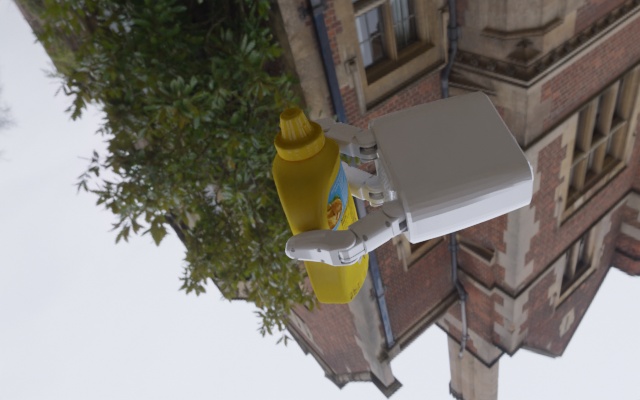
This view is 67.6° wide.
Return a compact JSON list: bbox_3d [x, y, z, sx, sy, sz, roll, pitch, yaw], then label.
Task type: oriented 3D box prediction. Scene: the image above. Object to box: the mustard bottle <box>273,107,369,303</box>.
[{"bbox_3d":[0.000,0.002,0.435,0.058,0.192,0.096,-2,42,18],"label":"mustard bottle"}]
